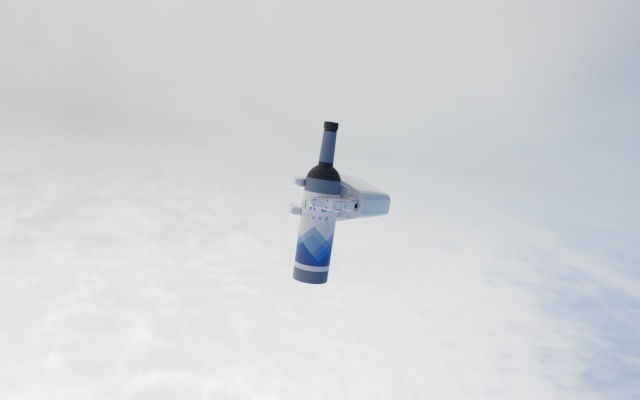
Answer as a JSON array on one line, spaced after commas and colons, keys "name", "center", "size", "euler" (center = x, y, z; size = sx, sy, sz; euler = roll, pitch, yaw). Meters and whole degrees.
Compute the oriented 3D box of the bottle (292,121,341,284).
[{"name": "bottle", "center": [0.000, 0.003, 0.881], "size": [0.069, 0.296, 0.069], "euler": [8, 6, -1]}]
